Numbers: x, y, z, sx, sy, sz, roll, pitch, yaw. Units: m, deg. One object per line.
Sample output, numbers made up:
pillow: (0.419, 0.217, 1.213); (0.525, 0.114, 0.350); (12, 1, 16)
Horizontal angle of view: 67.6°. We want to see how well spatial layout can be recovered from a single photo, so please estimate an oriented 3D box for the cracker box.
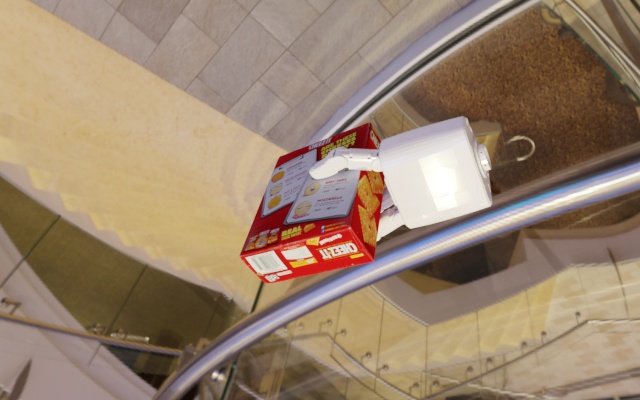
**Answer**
cracker box: (0.000, 0.002, 0.656); (0.164, 0.072, 0.213); (-17, 36, 27)
